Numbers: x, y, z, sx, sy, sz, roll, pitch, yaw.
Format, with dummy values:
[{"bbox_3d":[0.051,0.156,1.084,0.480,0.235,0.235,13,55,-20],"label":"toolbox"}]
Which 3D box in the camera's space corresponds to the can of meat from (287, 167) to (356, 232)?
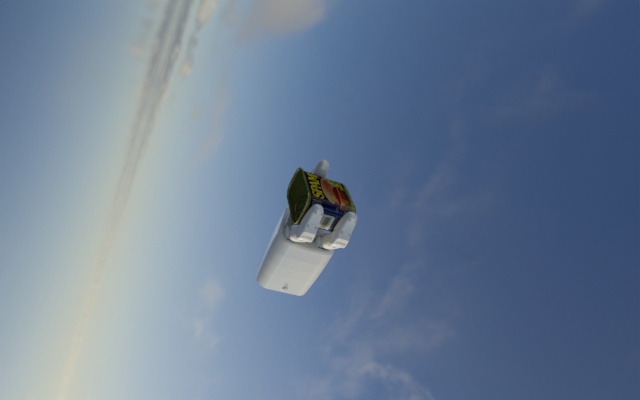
[{"bbox_3d":[0.000,0.002,0.745,0.084,0.057,0.102,17,28,-22],"label":"can of meat"}]
